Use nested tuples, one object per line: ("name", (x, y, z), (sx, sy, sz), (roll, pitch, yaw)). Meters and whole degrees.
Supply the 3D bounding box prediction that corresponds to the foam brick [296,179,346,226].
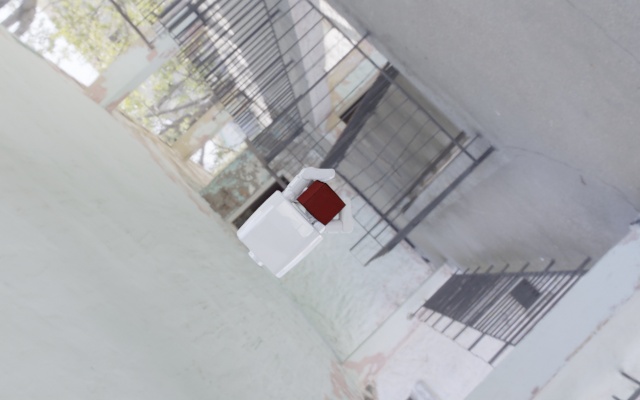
("foam brick", (0.000, 0.003, 0.800), (0.051, 0.053, 0.078), (-44, 13, -4))
